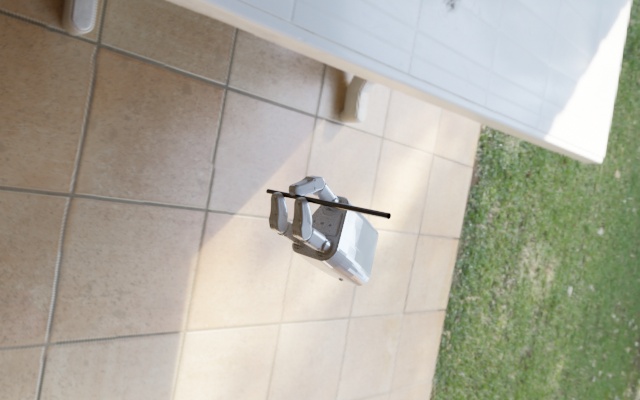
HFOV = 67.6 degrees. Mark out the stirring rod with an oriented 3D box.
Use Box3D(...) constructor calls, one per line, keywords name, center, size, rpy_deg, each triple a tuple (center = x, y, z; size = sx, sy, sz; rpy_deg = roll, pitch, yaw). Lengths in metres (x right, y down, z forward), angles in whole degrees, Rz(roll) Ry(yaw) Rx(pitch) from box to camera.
Box3D(name="stirring rod", center=(0.000, 0.002, 0.654), size=(0.011, 0.011, 0.239), rpy_deg=(0, 8, -43))
